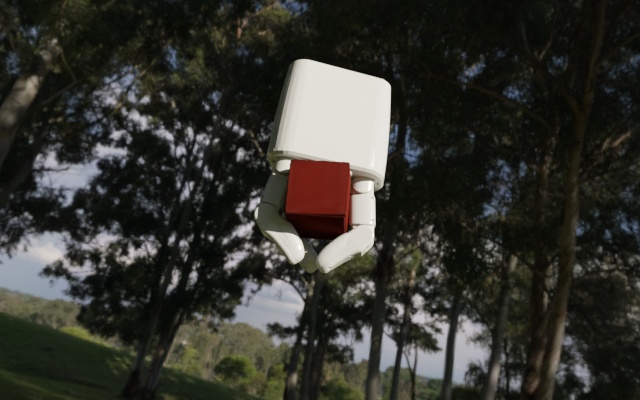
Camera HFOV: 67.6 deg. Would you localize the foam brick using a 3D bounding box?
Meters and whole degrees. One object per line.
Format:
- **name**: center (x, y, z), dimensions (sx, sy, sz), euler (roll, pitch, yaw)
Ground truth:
- **foam brick**: center (0.000, 0.001, 0.435), dimensions (0.053, 0.051, 0.078), euler (4, -19, 6)
